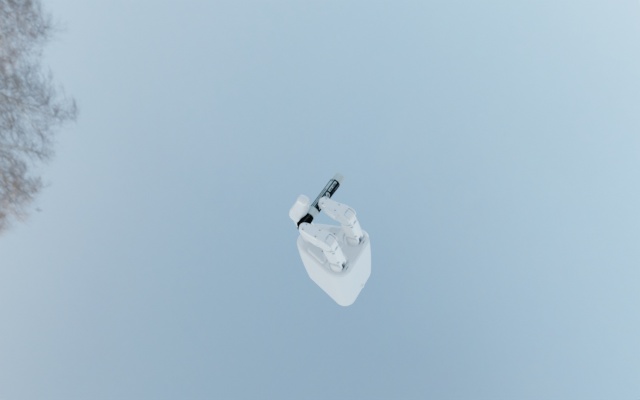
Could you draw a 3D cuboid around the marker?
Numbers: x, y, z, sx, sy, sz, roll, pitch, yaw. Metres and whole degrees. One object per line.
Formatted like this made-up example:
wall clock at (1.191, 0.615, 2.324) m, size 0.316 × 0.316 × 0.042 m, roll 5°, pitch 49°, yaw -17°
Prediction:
marker at (0.000, 0.002, 0.759) m, size 0.020 × 0.020 × 0.121 m, roll 0°, pitch 44°, yaw 47°
